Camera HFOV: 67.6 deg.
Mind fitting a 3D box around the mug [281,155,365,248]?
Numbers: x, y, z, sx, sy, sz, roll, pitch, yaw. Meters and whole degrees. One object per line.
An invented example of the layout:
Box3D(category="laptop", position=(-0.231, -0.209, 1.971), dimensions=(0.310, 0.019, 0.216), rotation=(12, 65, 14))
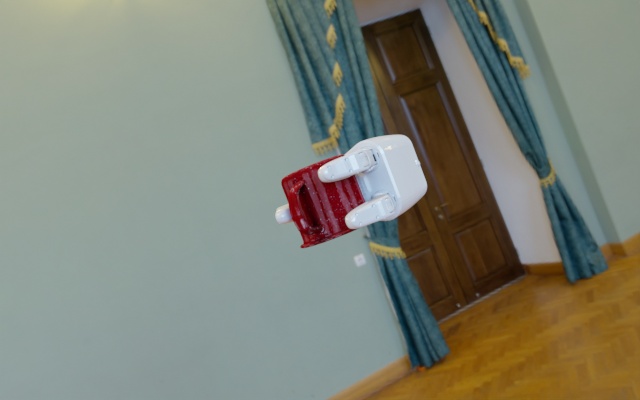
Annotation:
Box3D(category="mug", position=(-0.001, 0.002, 0.529), dimensions=(0.093, 0.081, 0.117), rotation=(-21, 0, 32))
